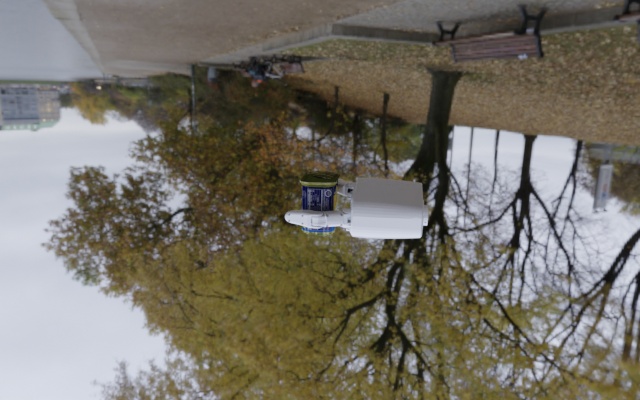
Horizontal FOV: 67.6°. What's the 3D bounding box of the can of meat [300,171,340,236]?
[{"bbox_3d":[0.000,0.003,0.768,0.057,0.084,0.102,2,13,6],"label":"can of meat"}]
